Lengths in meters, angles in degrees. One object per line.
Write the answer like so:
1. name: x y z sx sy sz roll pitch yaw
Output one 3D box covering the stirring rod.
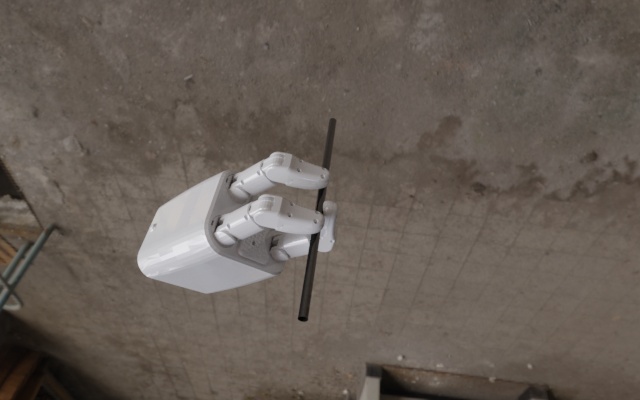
1. stirring rod: 0.000 0.001 0.441 0.011 0.239 0.011 5 -42 4
